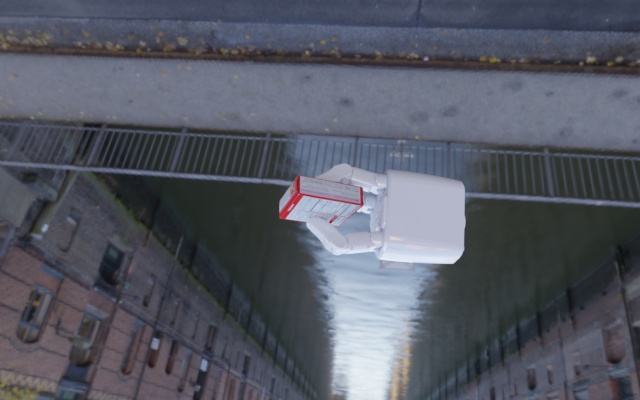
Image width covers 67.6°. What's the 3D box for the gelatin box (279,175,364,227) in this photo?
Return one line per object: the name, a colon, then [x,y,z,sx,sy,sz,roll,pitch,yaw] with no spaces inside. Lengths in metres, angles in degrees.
gelatin box: [0.000,0.002,0.607,0.089,0.030,0.073,9,-28,-20]
